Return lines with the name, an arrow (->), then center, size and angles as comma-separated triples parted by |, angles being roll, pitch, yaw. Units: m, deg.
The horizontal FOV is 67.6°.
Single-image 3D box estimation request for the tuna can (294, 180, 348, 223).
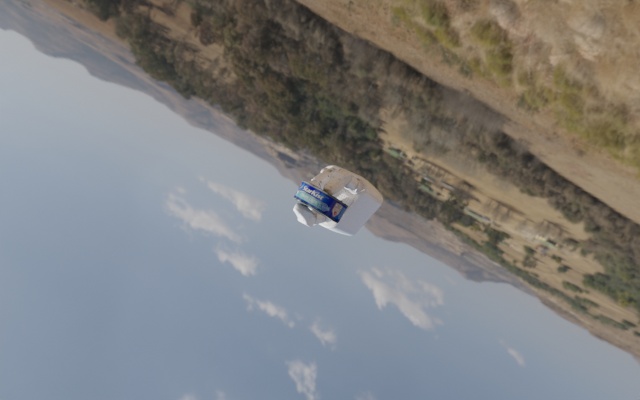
tuna can -> 0.000, 0.003, 0.774 | 0.086, 0.034, 0.086 | 30, -2, 1
